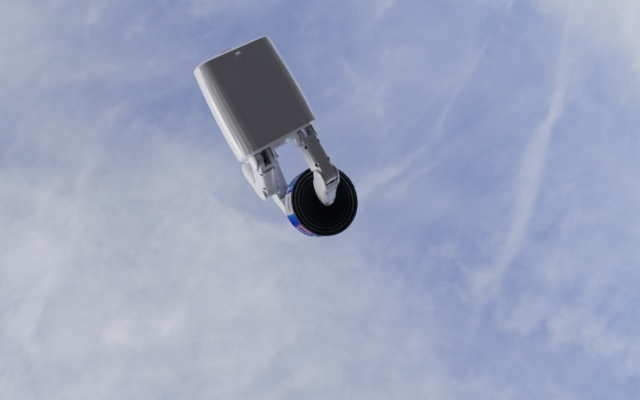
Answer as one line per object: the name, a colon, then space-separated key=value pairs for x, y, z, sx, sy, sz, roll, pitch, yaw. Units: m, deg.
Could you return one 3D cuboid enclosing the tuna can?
tuna can: x=0.000 y=0.002 z=0.581 sx=0.086 sy=0.086 sz=0.034 roll=0 pitch=-8 yaw=-22
